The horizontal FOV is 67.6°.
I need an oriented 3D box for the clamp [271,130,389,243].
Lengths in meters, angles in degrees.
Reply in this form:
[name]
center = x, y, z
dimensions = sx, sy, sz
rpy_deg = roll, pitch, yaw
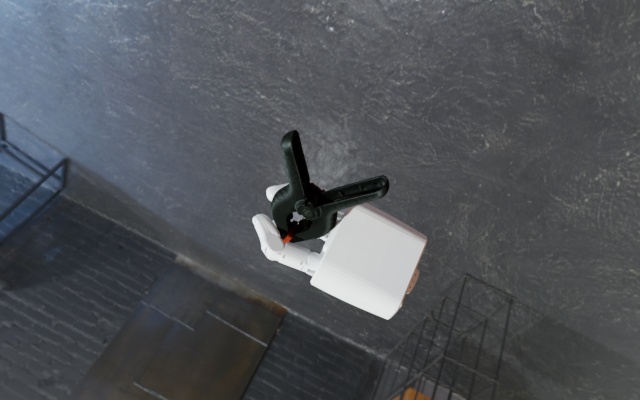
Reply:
[clamp]
center = 0.000, 0.002, 0.538
dimensions = 0.120, 0.039, 0.172
rpy_deg = 26, -37, 3
